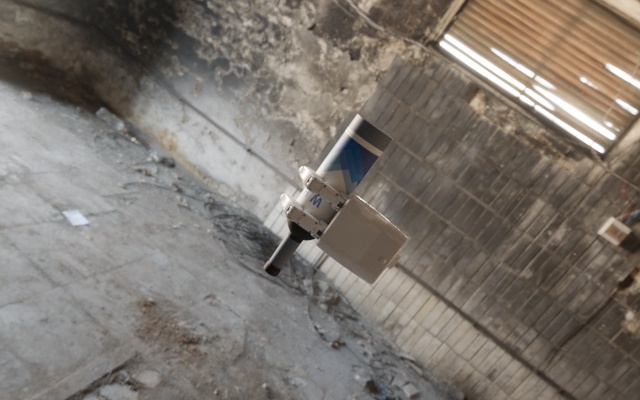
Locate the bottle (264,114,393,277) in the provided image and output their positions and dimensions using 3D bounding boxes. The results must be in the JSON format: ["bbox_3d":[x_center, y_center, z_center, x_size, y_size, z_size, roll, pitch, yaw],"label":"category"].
[{"bbox_3d":[0.000,0.002,0.763,0.069,0.296,0.069,34,13,-9],"label":"bottle"}]
